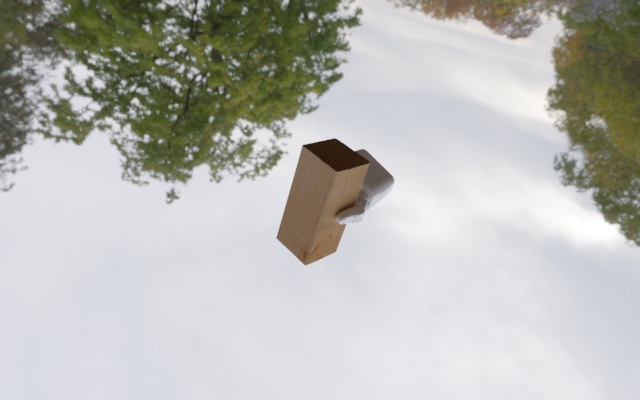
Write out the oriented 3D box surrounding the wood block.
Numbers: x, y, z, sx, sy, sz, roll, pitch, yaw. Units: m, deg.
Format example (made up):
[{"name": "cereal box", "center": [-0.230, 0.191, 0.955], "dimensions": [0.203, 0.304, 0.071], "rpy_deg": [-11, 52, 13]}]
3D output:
[{"name": "wood block", "center": [0.001, 0.003, 0.867], "dimensions": [0.090, 0.206, 0.090], "rpy_deg": [-18, 47, -43]}]
